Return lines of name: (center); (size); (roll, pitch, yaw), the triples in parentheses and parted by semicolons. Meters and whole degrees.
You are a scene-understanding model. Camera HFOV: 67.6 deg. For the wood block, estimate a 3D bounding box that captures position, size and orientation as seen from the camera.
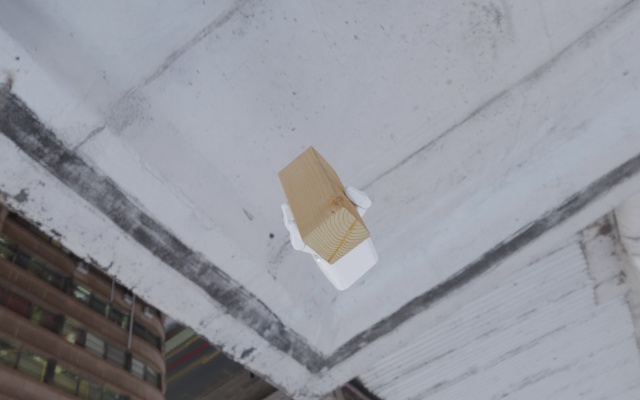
wood block: (0.001, 0.003, 0.867); (0.090, 0.091, 0.206); (44, 12, -37)
